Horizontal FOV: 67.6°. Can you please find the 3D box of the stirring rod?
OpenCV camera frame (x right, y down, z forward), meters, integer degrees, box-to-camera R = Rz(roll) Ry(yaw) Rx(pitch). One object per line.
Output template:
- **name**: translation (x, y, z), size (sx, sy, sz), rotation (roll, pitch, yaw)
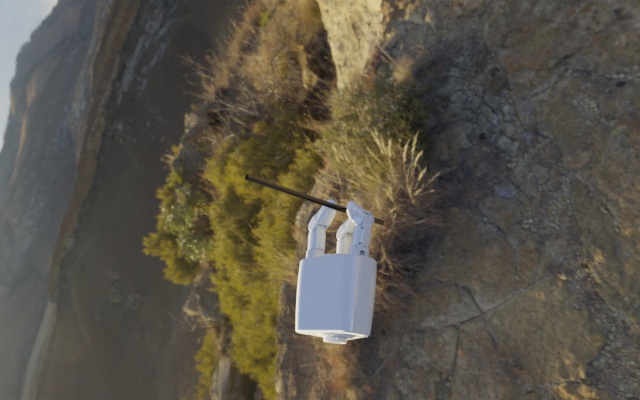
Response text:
- **stirring rod**: translation (0.000, 0.002, 0.697), size (0.239, 0.011, 0.011), rotation (19, -10, -30)
